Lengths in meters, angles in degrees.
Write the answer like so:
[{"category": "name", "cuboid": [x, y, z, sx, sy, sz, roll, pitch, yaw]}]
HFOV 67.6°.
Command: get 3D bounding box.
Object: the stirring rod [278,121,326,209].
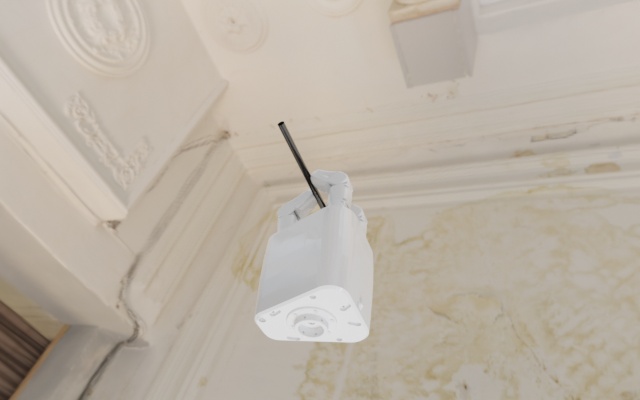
[{"category": "stirring rod", "cuboid": [0.000, 0.002, 0.594, 0.011, 0.240, 0.011, -16, 38, 13]}]
